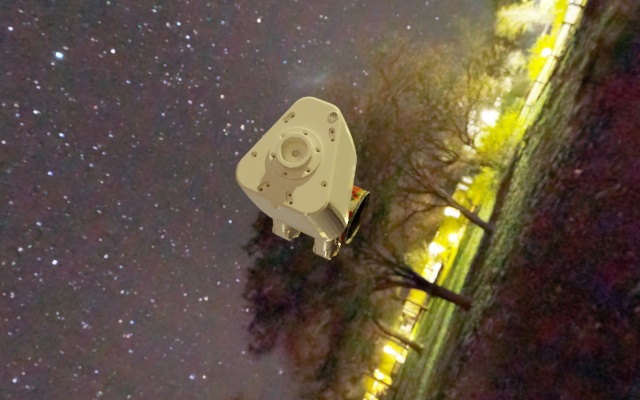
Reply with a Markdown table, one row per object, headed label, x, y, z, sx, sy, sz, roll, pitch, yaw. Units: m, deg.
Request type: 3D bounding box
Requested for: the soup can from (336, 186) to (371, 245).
| label | x | y | z | sx | sy | sz | roll | pitch | yaw |
| --- | --- | --- | --- | --- | --- | --- | --- | --- | --- |
| soup can | 0.000 | 0.002 | 0.576 | 0.102 | 0.068 | 0.068 | 24 | 6 | 14 |
